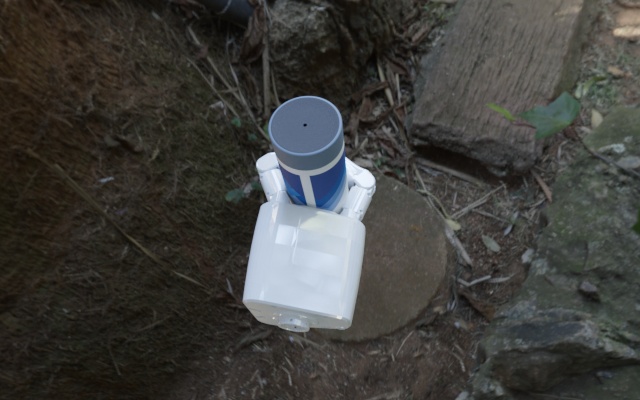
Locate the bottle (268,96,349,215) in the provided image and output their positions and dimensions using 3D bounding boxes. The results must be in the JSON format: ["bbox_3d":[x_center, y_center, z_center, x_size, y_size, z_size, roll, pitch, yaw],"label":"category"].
[{"bbox_3d":[0.000,0.002,0.553,0.069,0.069,0.296,0,-28,6],"label":"bottle"}]
